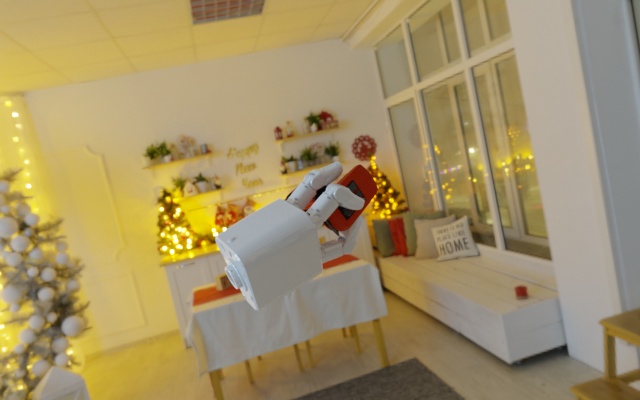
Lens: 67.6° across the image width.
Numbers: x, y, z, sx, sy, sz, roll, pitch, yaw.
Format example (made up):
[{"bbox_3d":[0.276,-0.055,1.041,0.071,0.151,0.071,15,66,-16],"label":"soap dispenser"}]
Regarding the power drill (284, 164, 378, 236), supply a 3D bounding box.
[{"bbox_3d":[0.000,0.002,0.744,0.188,0.057,0.184,-19,25,52],"label":"power drill"}]
